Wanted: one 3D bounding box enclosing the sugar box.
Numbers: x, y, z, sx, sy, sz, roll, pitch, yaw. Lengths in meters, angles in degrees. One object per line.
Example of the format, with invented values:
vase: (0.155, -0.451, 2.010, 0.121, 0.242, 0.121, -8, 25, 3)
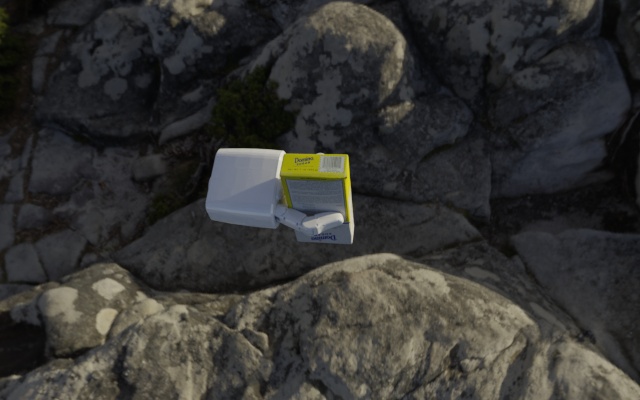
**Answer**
sugar box: (0.000, 0.002, 0.715, 0.093, 0.048, 0.176, 3, -33, 8)
